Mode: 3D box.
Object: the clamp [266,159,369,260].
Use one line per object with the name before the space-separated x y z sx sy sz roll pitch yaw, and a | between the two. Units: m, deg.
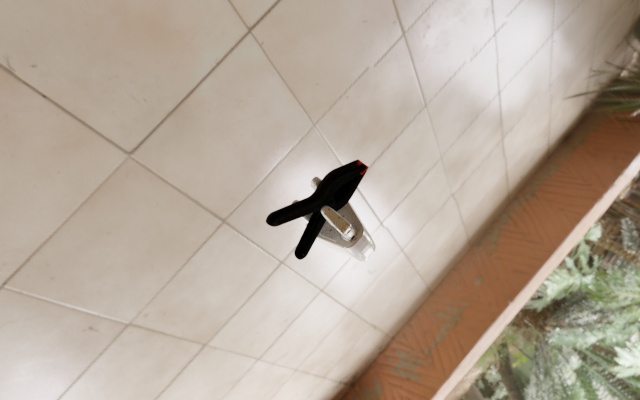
clamp | 0.001 0.003 0.836 0.036 0.210 0.165 40 -3 30
